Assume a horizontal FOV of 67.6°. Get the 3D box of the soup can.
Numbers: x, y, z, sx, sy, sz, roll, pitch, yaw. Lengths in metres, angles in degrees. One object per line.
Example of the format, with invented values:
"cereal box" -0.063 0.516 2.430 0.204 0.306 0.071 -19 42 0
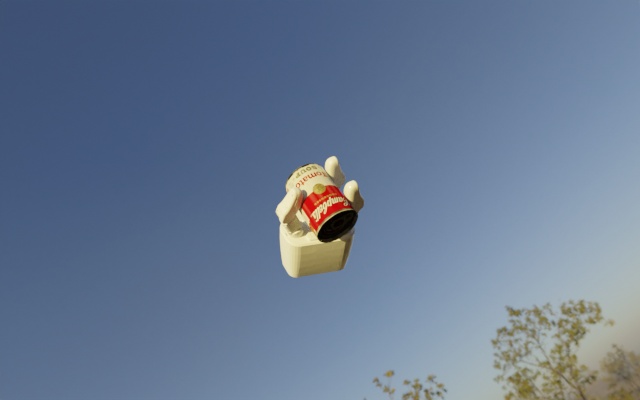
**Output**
"soup can" 0.000 0.002 0.703 0.068 0.068 0.102 0 44 -43
